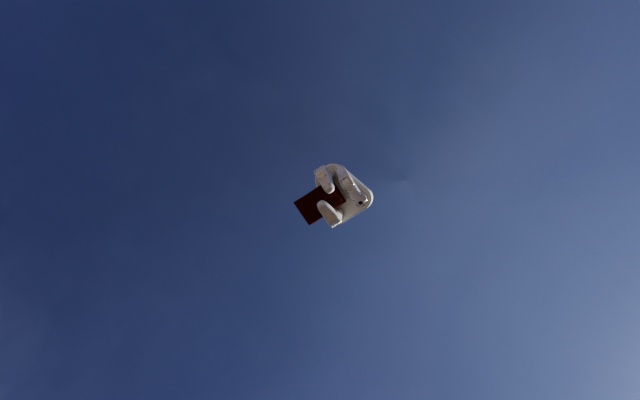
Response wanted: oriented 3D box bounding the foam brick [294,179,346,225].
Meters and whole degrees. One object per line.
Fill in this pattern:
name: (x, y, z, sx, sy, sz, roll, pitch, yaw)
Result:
foam brick: (0.000, 0.003, 0.887, 0.078, 0.053, 0.051, -33, -2, 10)
